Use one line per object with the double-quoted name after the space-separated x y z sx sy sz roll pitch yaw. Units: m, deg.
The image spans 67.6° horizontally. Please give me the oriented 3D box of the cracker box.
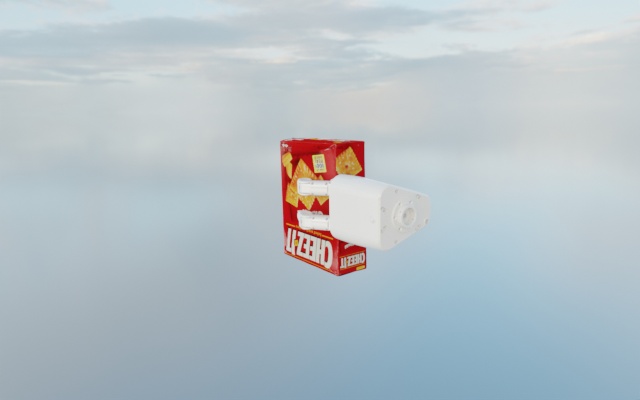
0.000 0.002 0.814 0.072 0.214 0.164 -9 14 -35 "cracker box"
